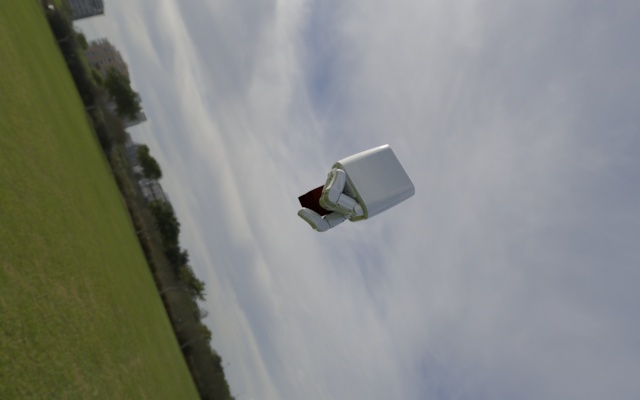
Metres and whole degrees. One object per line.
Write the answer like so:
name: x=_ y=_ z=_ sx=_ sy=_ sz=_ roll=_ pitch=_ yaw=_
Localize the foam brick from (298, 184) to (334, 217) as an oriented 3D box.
foam brick: x=0.000 y=0.003 z=0.874 sx=0.051 sy=0.053 sz=0.078 roll=-24 pitch=1 yaw=-19
